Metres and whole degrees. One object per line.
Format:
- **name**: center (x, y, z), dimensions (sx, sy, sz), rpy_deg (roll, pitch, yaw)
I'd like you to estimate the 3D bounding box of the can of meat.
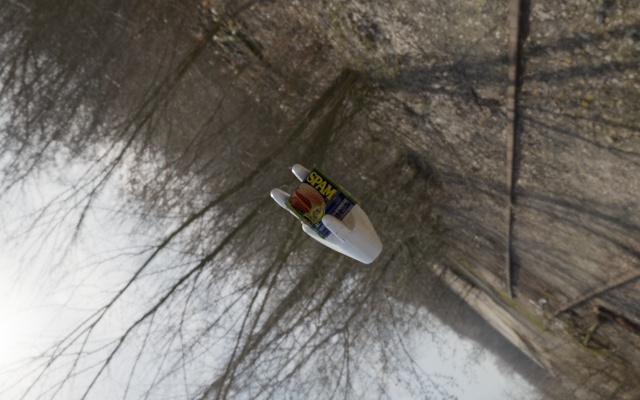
- **can of meat**: center (0.000, 0.003, 0.784), dimensions (0.102, 0.084, 0.057), rpy_deg (42, 3, 41)
